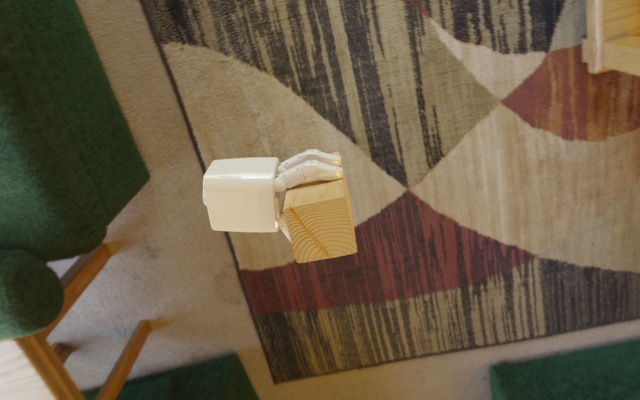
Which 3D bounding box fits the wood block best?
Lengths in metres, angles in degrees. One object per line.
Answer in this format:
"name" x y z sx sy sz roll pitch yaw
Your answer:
"wood block" 0.000 0.003 0.755 0.090 0.091 0.206 -11 23 5
